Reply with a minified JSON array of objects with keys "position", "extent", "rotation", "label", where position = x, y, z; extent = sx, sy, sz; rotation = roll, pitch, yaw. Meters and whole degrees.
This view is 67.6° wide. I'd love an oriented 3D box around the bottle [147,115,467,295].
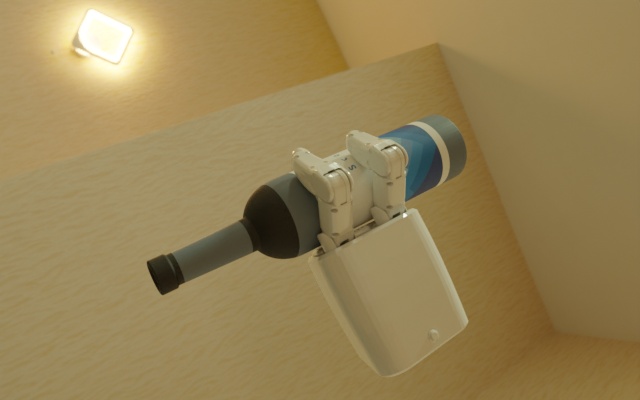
[{"position":[0.000,0.001,0.408],"extent":[0.295,0.069,0.069],"rotation":[-25,12,-27],"label":"bottle"}]
